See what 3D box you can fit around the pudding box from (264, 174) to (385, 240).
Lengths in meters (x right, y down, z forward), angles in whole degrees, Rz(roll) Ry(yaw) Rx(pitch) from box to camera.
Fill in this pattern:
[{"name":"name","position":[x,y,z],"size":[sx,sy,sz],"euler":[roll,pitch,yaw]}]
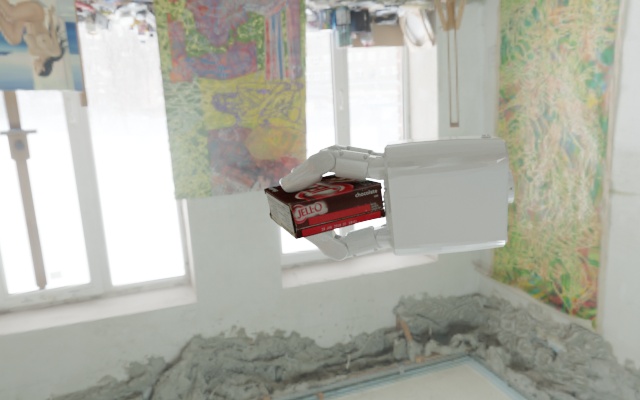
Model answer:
[{"name":"pudding box","position":[0.000,0.002,0.475],"size":[0.090,0.039,0.113],"euler":[-12,10,-17]}]
